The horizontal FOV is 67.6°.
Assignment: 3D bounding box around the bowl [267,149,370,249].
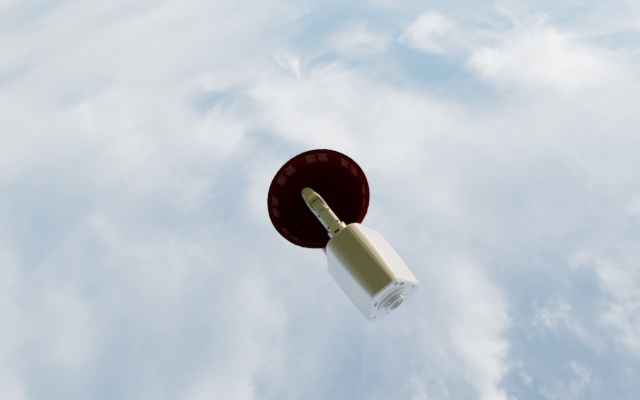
[{"bbox_3d":[0.000,0.001,0.753,0.162,0.162,0.055,0,-18,12],"label":"bowl"}]
